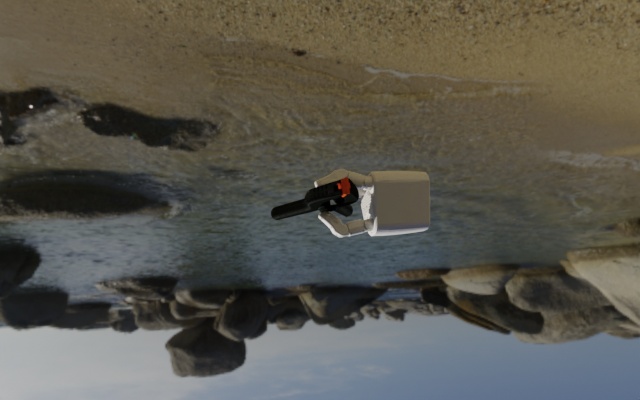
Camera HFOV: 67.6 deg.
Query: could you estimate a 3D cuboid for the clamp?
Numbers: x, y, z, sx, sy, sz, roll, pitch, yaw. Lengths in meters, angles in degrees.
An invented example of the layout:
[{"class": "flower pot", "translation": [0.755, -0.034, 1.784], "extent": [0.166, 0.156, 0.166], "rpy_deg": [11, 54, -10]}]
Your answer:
[{"class": "clamp", "translation": [0.001, 0.003, 0.850], "extent": [0.164, 0.036, 0.210], "rpy_deg": [-5, -13, -12]}]
